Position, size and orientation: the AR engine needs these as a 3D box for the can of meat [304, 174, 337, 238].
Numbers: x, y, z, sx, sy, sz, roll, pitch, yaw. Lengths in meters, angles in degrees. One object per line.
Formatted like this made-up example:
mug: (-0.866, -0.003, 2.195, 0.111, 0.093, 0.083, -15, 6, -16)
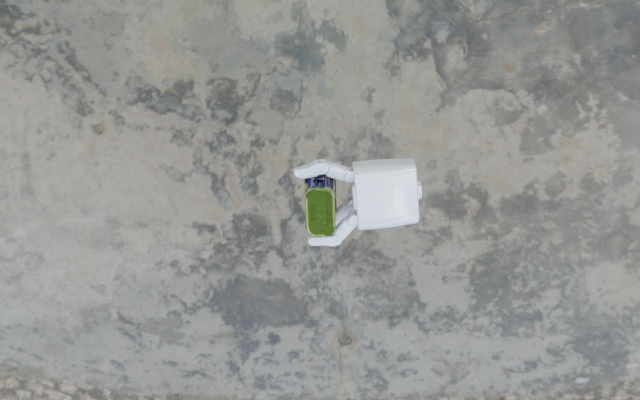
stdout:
can of meat: (0.000, 0.003, 0.838, 0.057, 0.102, 0.084, -2, 28, 1)
